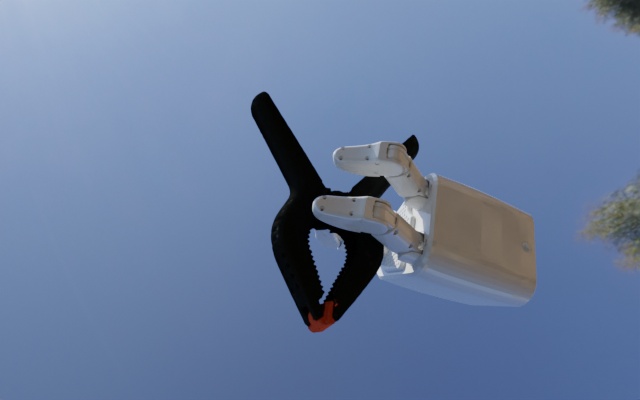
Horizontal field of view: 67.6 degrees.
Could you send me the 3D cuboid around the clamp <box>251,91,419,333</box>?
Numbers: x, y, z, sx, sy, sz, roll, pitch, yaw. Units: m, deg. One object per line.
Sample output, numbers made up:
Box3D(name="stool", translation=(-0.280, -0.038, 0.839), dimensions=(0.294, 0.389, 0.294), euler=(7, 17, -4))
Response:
Box3D(name="clamp", translation=(0.000, 0.002, 0.404), dimensions=(0.164, 0.209, 0.036), euler=(19, -32, -9))
